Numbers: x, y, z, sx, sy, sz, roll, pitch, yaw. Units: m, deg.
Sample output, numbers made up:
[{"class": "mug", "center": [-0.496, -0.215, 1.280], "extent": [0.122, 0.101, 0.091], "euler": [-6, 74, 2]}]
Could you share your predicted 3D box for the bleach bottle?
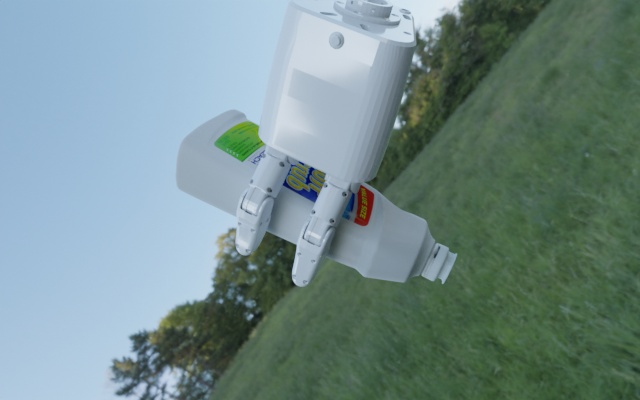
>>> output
[{"class": "bleach bottle", "center": [0.000, 0.001, 0.430], "extent": [0.251, 0.068, 0.102], "euler": [25, 35, 13]}]
